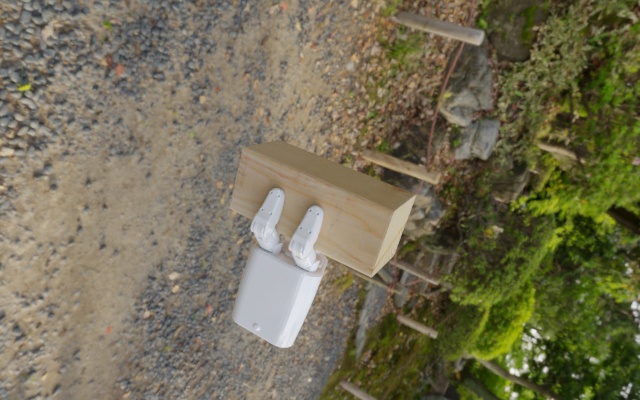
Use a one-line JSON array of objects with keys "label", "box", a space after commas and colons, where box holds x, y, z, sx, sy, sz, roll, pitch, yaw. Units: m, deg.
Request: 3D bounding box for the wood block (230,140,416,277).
[{"label": "wood block", "box": [0.000, 0.002, 0.606, 0.206, 0.090, 0.091, 24, 22, 20]}]
